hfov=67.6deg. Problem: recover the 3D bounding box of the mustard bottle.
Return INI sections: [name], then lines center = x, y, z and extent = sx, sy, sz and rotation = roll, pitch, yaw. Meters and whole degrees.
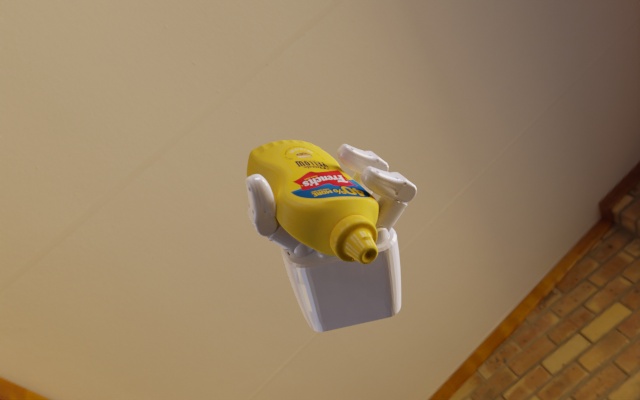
[mustard bottle]
center = 0.000, 0.001, 0.460
extent = 0.096, 0.058, 0.191
rotation = 0, 28, -27
